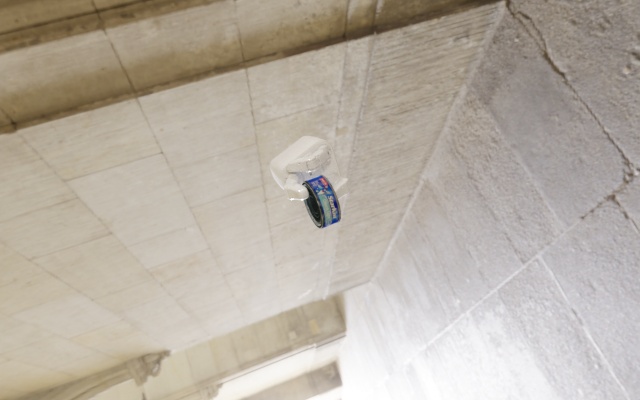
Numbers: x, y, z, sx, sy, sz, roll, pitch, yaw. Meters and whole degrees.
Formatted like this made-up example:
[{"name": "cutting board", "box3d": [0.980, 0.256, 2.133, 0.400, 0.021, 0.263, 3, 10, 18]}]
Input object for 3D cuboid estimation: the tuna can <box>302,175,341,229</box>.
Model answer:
[{"name": "tuna can", "box3d": [0.000, 0.003, 0.793, 0.034, 0.086, 0.086, -21, 6, -16]}]
